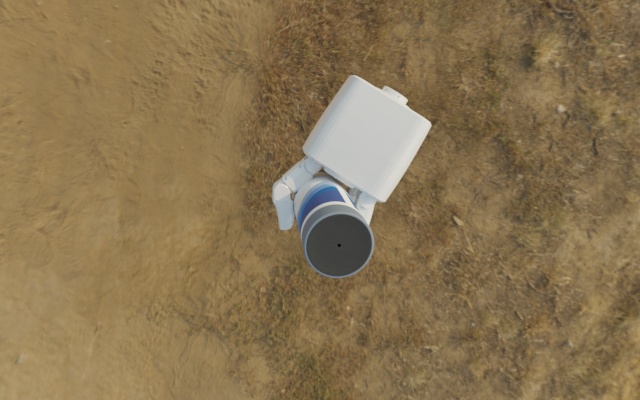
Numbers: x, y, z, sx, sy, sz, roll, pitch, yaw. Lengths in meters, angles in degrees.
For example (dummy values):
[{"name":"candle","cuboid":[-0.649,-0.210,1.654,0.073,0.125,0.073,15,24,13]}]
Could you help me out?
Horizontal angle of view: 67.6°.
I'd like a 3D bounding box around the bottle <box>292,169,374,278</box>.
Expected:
[{"name":"bottle","cuboid":[0.000,0.002,0.582,0.069,0.069,0.295,0,16,-7]}]
